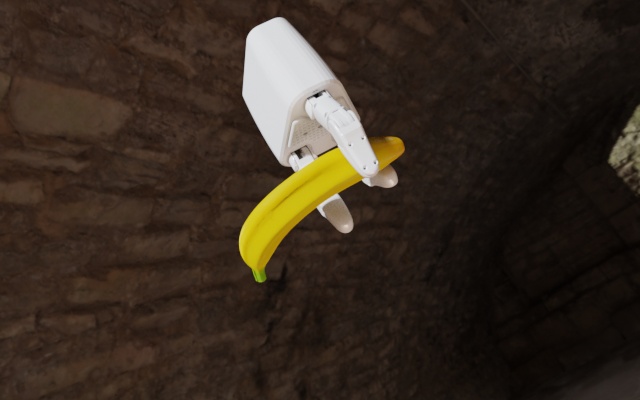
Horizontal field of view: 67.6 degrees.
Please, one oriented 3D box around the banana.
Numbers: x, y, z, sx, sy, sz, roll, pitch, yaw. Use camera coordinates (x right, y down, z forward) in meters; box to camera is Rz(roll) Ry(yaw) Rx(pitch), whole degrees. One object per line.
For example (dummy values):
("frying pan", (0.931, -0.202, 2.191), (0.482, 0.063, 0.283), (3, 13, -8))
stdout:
("banana", (-0.011, -0.001, 0.441), (0.198, 0.037, 0.070), (-42, -29, 11))
